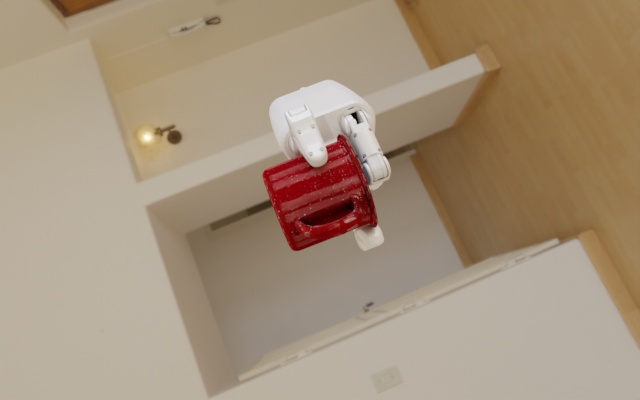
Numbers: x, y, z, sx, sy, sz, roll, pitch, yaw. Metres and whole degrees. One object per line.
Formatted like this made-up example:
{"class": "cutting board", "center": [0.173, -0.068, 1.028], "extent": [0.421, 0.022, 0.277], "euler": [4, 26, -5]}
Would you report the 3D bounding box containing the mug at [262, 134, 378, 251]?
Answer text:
{"class": "mug", "center": [0.000, 0.002, 0.430], "extent": [0.081, 0.093, 0.117], "euler": [-21, 29, -4]}
